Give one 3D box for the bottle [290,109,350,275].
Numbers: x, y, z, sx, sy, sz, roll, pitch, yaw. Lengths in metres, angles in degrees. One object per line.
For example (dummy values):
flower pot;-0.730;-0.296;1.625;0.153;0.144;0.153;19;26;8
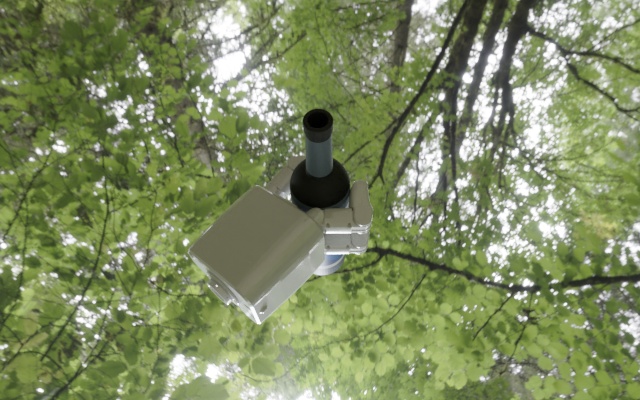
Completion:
bottle;0.000;0.002;0.553;0.069;0.069;0.296;0;-30;1
